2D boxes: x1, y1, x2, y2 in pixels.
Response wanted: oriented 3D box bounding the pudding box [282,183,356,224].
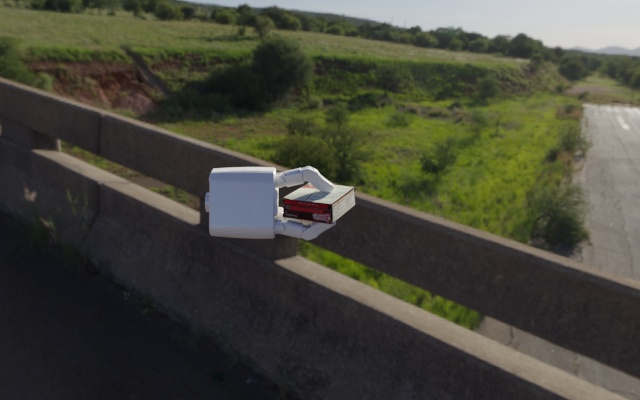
[{"bbox_3d":[0.000,0.002,0.807,0.090,0.039,0.113,8,21,23],"label":"pudding box"}]
